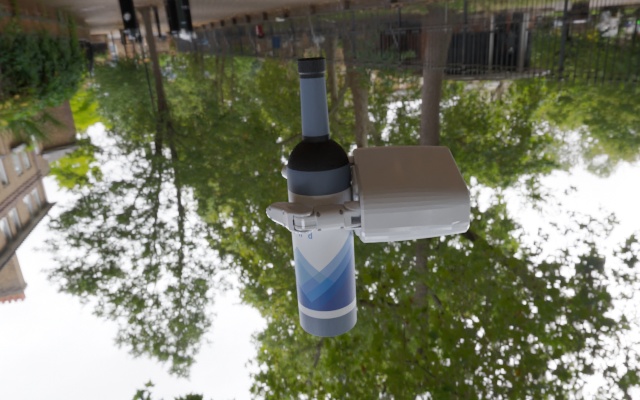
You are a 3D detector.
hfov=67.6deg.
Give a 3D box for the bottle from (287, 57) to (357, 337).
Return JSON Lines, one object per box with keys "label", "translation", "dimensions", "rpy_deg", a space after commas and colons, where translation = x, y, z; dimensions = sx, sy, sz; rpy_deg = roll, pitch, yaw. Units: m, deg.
{"label": "bottle", "translation": [0.000, 0.002, 0.509], "dimensions": [0.069, 0.296, 0.069], "rpy_deg": [-3, 20, 1]}
